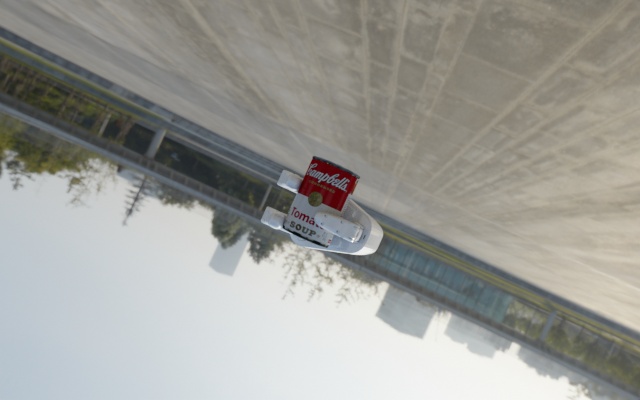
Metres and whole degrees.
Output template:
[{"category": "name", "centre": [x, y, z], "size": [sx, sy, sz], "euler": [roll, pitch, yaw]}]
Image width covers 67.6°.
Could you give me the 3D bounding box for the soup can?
[{"category": "soup can", "centre": [0.000, 0.002, 0.620], "size": [0.068, 0.102, 0.068], "euler": [24, -1, 0]}]
